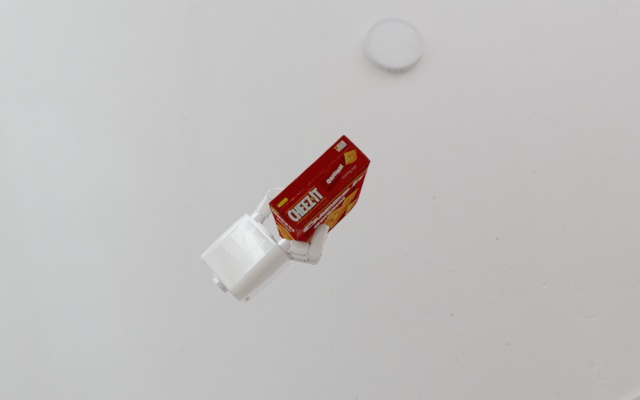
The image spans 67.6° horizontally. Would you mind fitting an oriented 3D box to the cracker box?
[{"bbox_3d":[0.000,0.003,0.824,0.164,0.072,0.214,-44,-11,-12],"label":"cracker box"}]
